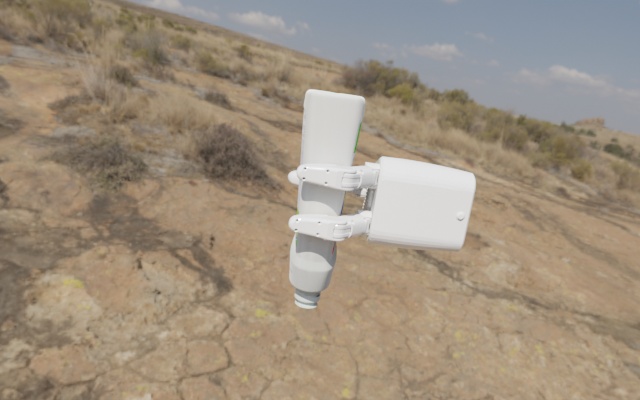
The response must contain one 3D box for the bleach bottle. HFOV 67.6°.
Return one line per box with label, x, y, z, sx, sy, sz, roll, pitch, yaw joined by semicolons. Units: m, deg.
bleach bottle;0.000;0.002;0.557;0.068;0.251;0.102;8;13;0
